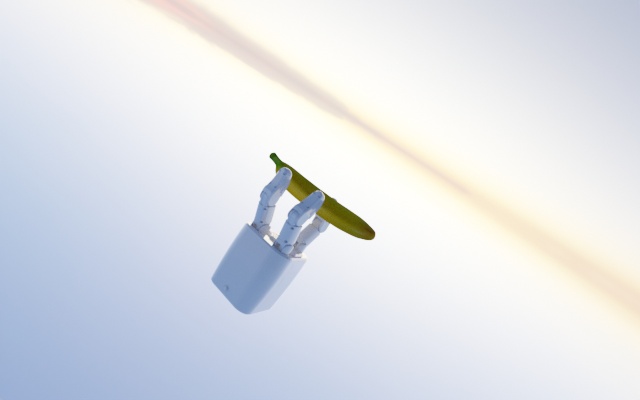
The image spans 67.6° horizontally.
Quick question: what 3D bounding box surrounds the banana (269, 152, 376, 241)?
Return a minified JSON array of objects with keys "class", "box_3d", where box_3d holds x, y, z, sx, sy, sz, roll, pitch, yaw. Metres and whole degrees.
[{"class":"banana","box_3d":[-0.001,0.003,0.722,0.198,0.037,0.069,37,-2,9]}]
